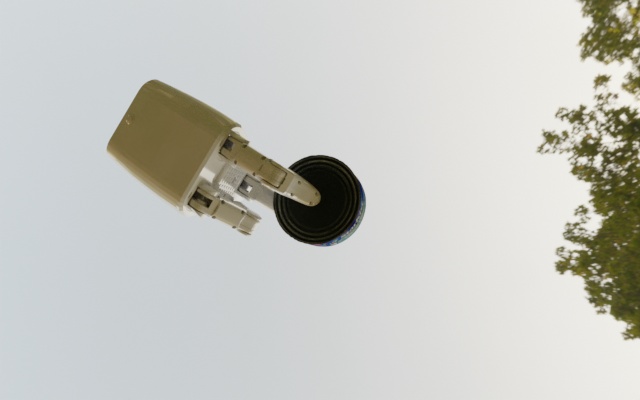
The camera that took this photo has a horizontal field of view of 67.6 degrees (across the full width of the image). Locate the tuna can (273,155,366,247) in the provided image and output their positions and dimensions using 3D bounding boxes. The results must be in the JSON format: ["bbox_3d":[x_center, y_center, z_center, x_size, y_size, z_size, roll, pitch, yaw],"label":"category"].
[{"bbox_3d":[0.000,0.002,0.461,0.086,0.086,0.034,0,-11,17],"label":"tuna can"}]
